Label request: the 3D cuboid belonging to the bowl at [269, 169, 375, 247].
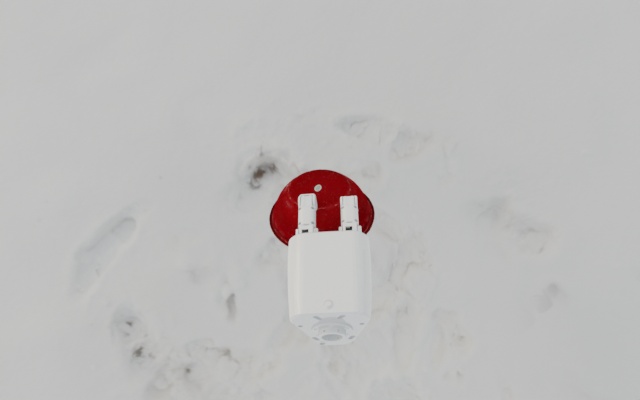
[{"bbox_3d":[0.000,0.001,0.715,0.162,0.055,0.162,-3,41,3],"label":"bowl"}]
